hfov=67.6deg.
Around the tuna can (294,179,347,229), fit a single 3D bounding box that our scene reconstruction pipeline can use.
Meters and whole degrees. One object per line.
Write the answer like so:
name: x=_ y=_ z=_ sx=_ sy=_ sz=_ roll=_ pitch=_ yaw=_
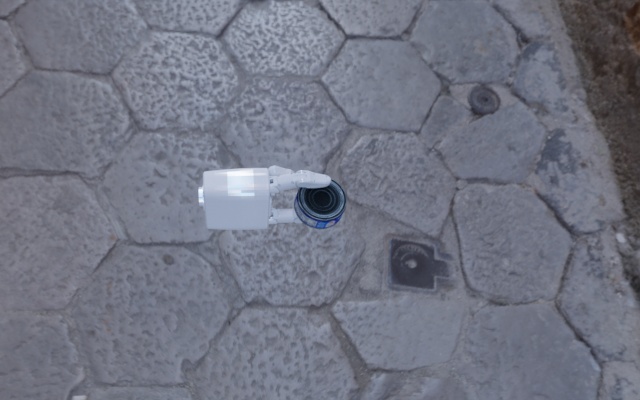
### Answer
tuna can: x=0.000 y=0.002 z=0.799 sx=0.086 sy=0.086 sz=0.034 roll=0 pitch=-27 yaw=-13
